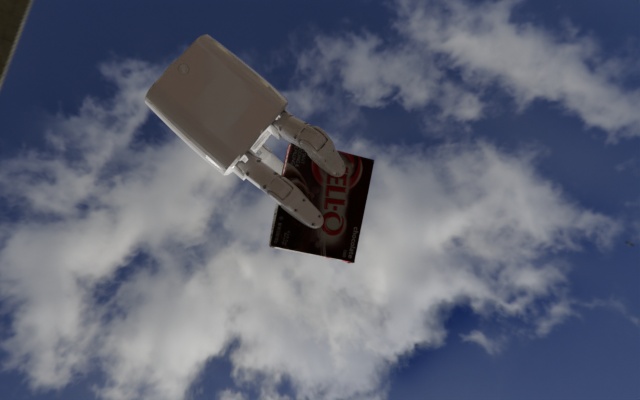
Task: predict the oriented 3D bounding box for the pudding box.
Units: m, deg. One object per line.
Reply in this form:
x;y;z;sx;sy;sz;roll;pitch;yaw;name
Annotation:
0.000;0.002;0.498;0.090;0.113;0.039;13;-4;-11;pudding box
